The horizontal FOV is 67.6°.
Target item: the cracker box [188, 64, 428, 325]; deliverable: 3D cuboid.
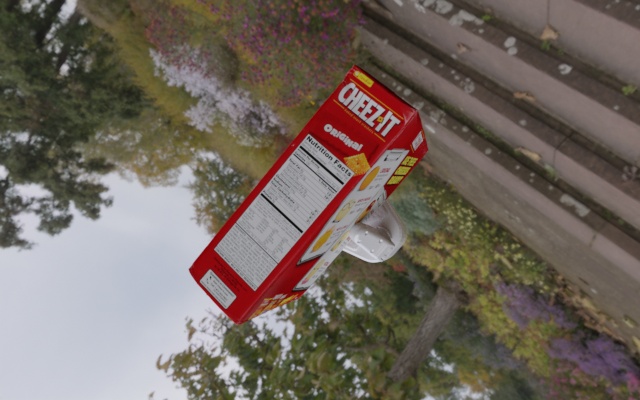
[{"bbox_3d":[0.000,0.002,0.437,0.072,0.214,0.164,41,7,14],"label":"cracker box"}]
